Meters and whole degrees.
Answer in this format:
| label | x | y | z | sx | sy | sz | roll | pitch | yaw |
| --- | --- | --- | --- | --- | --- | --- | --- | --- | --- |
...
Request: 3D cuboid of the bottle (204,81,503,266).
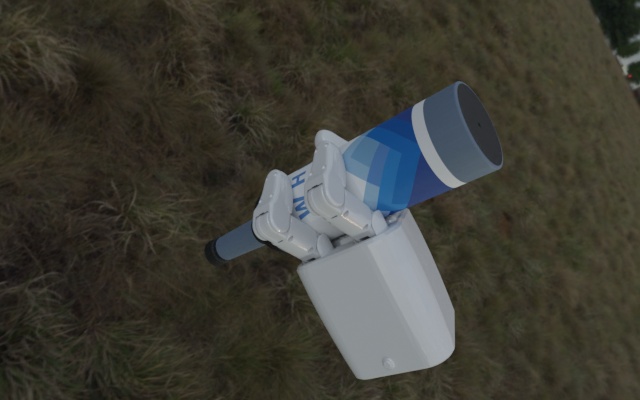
| label | x | y | z | sx | sy | sz | roll | pitch | yaw |
| --- | --- | --- | --- | --- | --- | --- | --- | --- | --- |
| bottle | 0.000 | 0.001 | 0.408 | 0.296 | 0.069 | 0.069 | -26 | -16 | 35 |
